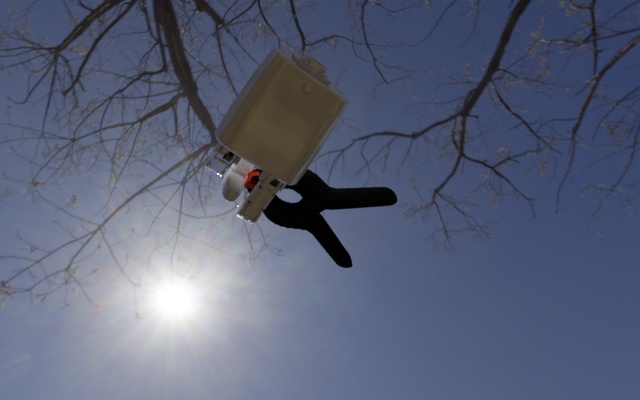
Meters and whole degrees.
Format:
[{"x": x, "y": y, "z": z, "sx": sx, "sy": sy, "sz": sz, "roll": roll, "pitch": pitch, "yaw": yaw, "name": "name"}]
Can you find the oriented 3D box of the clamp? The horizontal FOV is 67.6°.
[{"x": 0.000, "y": 0.002, "z": 0.555, "sx": 0.171, "sy": 0.120, "sz": 0.039, "roll": 31, "pitch": 20, "yaw": -19, "name": "clamp"}]
